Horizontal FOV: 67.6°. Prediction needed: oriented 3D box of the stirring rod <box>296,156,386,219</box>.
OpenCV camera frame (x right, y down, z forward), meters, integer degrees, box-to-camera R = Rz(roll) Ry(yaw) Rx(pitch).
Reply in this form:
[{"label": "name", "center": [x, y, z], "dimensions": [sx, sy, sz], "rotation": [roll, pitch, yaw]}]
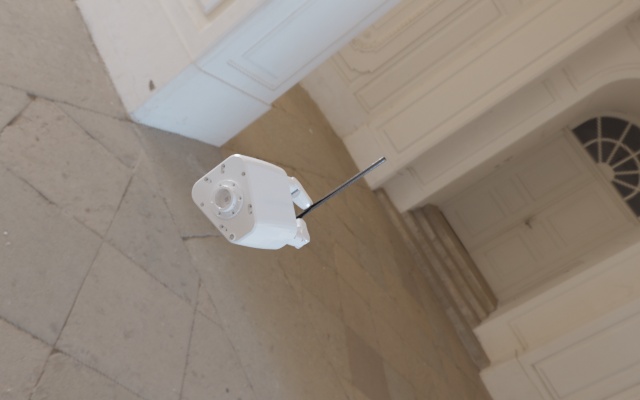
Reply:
[{"label": "stirring rod", "center": [0.000, 0.002, 0.741], "dimensions": [0.239, 0.011, 0.011], "rotation": [-34, -11, 16]}]
